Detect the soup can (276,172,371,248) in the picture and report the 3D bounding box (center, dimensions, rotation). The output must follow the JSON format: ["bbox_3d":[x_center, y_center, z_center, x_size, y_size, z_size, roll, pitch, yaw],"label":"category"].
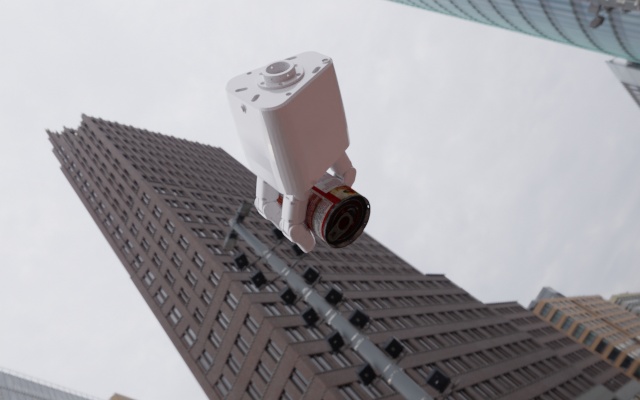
[{"bbox_3d":[0.000,0.002,0.564,0.068,0.068,0.102,0,26,-44],"label":"soup can"}]
